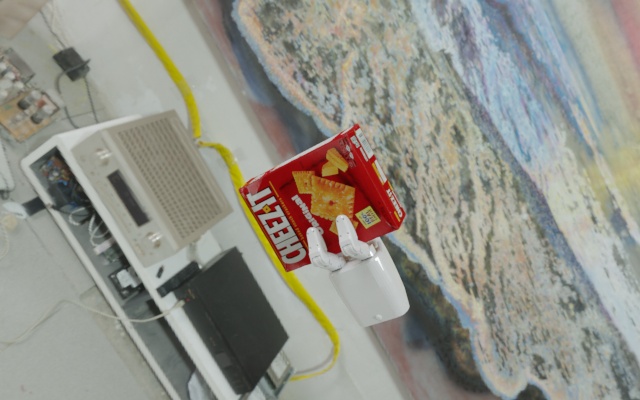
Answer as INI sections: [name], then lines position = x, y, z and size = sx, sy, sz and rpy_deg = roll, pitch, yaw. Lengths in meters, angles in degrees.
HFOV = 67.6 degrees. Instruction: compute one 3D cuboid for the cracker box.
[cracker box]
position = 0.000, 0.002, 0.753
size = 0.214, 0.164, 0.072
rpy_deg = -25, 10, 26
